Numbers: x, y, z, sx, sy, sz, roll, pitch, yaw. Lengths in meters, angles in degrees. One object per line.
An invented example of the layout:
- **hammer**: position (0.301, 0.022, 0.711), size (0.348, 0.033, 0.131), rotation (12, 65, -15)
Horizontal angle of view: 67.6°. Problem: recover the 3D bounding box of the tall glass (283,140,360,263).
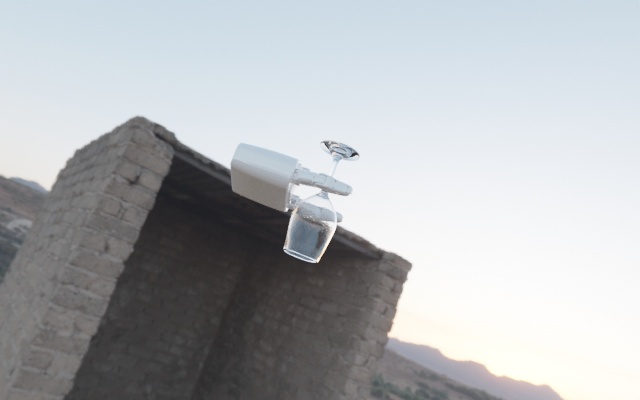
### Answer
- **tall glass**: position (0.001, 0.002, 0.813), size (0.079, 0.201, 0.079), rotation (19, -14, 5)
